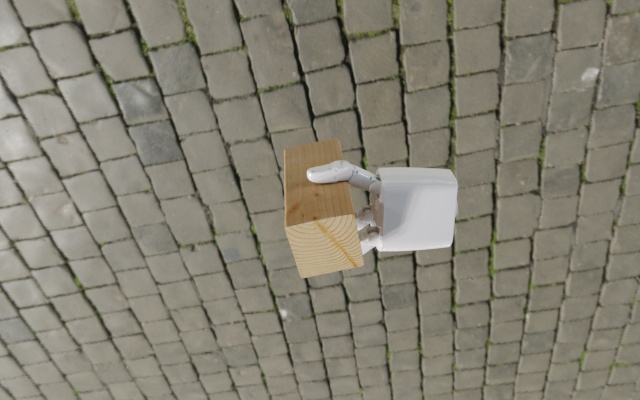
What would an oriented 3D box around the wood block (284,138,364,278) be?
[{"bbox_3d":[0.000,0.002,0.694,0.090,0.091,0.206,-12,34,3],"label":"wood block"}]
